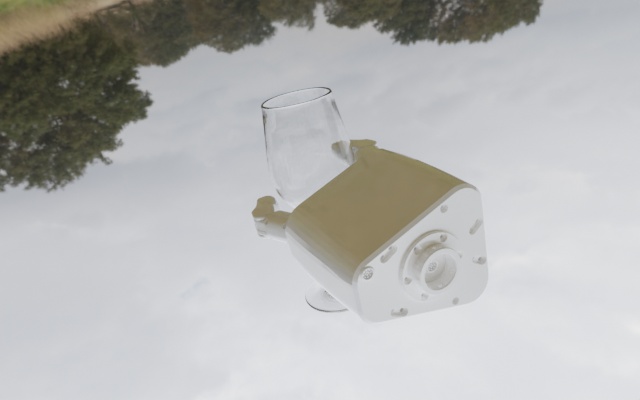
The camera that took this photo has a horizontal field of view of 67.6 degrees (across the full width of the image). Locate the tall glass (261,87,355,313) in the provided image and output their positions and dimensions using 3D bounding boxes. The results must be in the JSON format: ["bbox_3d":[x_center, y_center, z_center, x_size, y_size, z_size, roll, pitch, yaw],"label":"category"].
[{"bbox_3d":[0.000,0.002,0.444,0.079,0.201,0.079,-11,23,5],"label":"tall glass"}]
